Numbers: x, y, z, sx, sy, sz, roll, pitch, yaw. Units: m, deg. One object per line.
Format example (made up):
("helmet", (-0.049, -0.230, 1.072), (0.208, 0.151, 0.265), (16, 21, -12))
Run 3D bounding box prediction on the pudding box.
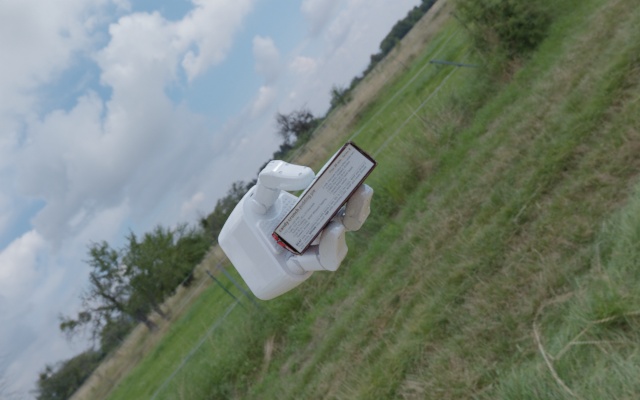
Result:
("pudding box", (0.000, 0.001, 0.466), (0.039, 0.113, 0.090), (38, -8, -3))
